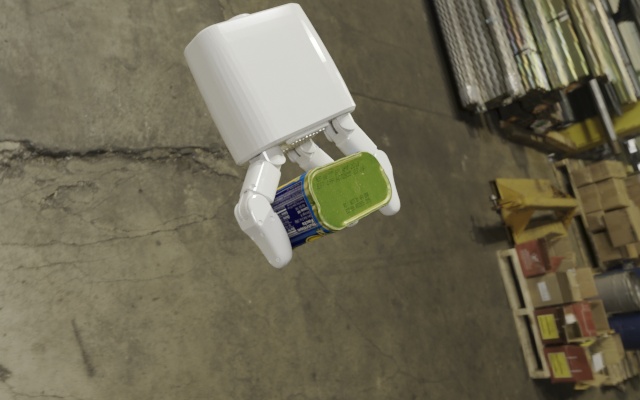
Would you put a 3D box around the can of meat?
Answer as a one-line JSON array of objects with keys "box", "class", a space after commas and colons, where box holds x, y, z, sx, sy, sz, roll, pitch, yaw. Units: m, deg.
[{"box": [0.000, 0.001, 0.411, 0.084, 0.057, 0.102, -25, 0, 45], "class": "can of meat"}]
